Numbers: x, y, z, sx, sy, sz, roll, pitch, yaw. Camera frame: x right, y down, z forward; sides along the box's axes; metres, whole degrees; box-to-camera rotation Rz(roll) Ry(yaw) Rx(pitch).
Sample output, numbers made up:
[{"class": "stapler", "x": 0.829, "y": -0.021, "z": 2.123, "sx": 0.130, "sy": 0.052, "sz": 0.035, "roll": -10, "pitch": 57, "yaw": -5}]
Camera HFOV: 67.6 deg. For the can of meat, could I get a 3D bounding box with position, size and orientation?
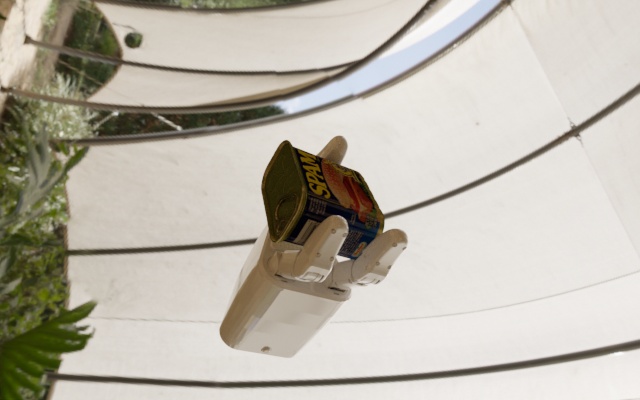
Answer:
[{"class": "can of meat", "x": 0.000, "y": 0.001, "z": 0.425, "sx": 0.084, "sy": 0.057, "sz": 0.102, "roll": 19, "pitch": 29, "yaw": -26}]
